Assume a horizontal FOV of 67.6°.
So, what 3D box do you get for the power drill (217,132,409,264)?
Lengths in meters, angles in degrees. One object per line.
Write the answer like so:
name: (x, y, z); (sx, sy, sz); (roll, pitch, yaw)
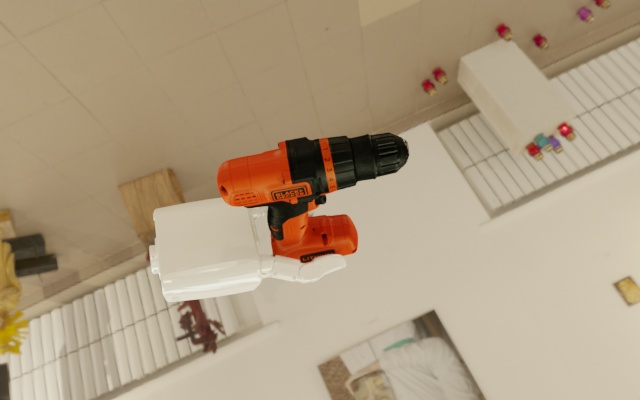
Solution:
power drill: (0.000, 0.002, 0.515); (0.184, 0.057, 0.188); (-9, -32, 1)
